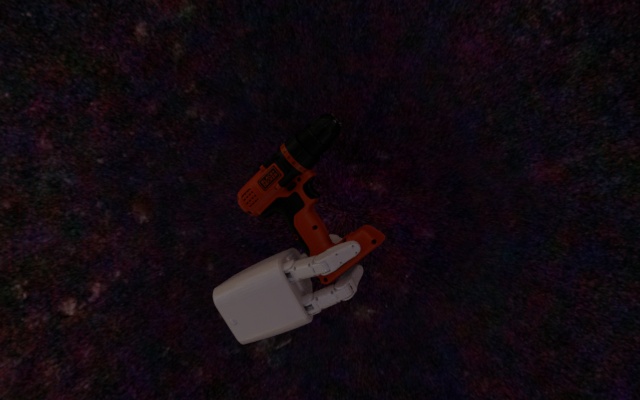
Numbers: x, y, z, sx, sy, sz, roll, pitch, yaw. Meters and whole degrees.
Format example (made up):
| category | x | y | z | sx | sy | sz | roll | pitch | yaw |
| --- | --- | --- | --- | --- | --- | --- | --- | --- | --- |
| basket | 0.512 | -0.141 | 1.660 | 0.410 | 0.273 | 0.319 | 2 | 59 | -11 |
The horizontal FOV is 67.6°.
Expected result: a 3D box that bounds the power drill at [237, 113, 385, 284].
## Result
| category | x | y | z | sx | sy | sz | roll | pitch | yaw |
| --- | --- | --- | --- | --- | --- | --- | --- | --- | --- |
| power drill | 0.000 | 0.003 | 0.645 | 0.184 | 0.187 | 0.057 | -42 | -9 | 20 |
